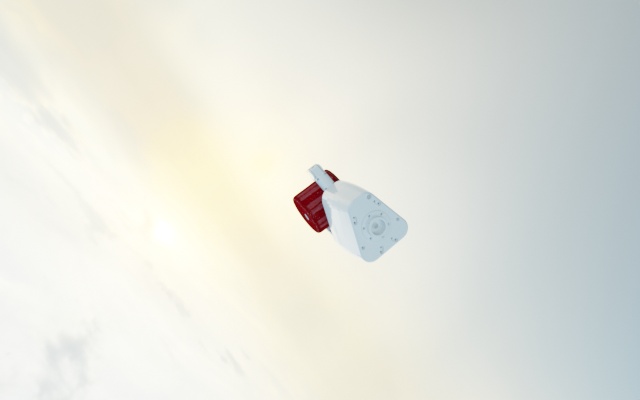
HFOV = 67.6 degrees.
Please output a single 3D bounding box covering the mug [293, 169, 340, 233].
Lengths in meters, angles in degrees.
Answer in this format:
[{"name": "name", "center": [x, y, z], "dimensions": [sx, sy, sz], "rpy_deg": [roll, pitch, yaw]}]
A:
[{"name": "mug", "center": [-0.001, 0.003, 0.872], "dimensions": [0.081, 0.093, 0.117], "rpy_deg": [-37, 19, -11]}]
